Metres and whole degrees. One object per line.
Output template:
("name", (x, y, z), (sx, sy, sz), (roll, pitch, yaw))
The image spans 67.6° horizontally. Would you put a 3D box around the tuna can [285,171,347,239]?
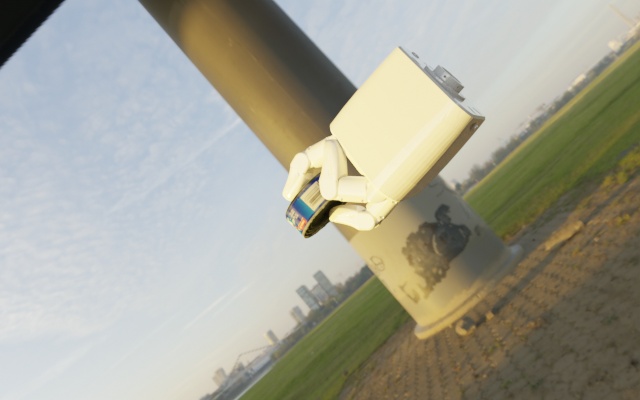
("tuna can", (0.000, 0.001, 0.553), (0.033, 0.086, 0.086), (44, 12, 13))
